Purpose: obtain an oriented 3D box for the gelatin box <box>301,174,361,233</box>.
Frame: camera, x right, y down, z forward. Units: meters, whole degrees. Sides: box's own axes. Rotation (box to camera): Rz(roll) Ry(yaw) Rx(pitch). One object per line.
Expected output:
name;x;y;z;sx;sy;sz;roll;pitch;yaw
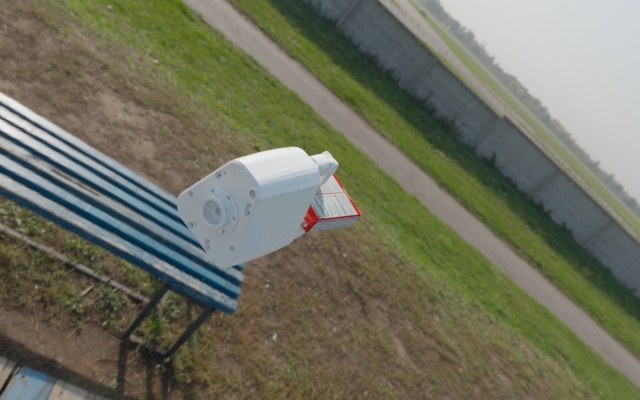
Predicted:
gelatin box;0.001;0.002;0.619;0.089;0.073;0.030;-5;-35;-47
